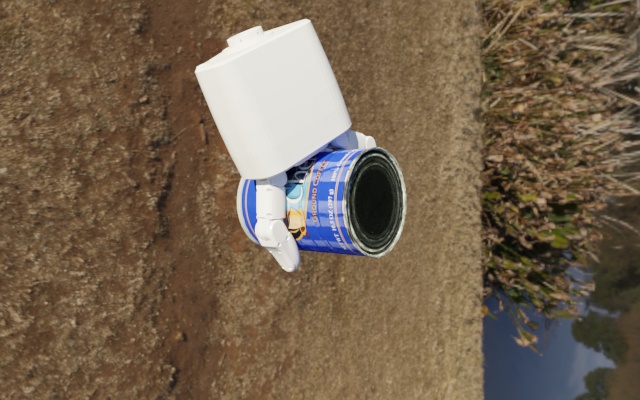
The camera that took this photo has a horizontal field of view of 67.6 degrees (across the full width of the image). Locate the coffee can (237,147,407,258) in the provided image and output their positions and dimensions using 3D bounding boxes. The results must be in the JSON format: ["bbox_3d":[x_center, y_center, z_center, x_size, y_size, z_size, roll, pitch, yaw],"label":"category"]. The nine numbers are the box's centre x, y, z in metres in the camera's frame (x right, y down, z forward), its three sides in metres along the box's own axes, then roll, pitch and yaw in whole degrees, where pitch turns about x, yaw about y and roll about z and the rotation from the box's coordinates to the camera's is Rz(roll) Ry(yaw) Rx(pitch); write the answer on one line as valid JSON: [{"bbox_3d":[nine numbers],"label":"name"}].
[{"bbox_3d":[0.000,0.002,0.482,0.140,0.103,0.103,0,0,40],"label":"coffee can"}]
